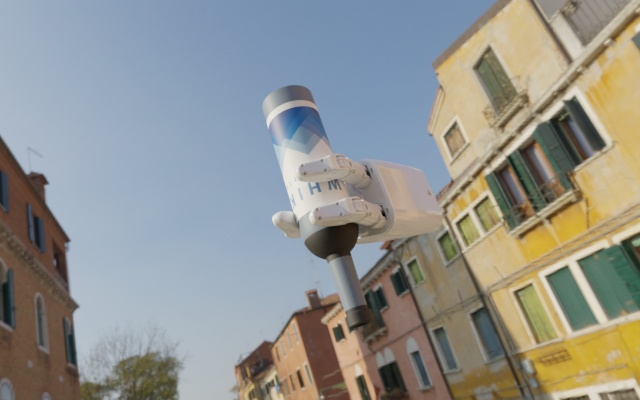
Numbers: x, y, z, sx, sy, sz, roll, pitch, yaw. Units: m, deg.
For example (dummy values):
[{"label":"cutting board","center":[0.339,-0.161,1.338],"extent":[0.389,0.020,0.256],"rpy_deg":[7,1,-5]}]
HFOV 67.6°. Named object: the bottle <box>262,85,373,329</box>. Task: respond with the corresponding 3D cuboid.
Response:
[{"label":"bottle","center":[0.000,0.002,0.558],"extent":[0.069,0.295,0.069],"rpy_deg":[-16,-23,-7]}]
